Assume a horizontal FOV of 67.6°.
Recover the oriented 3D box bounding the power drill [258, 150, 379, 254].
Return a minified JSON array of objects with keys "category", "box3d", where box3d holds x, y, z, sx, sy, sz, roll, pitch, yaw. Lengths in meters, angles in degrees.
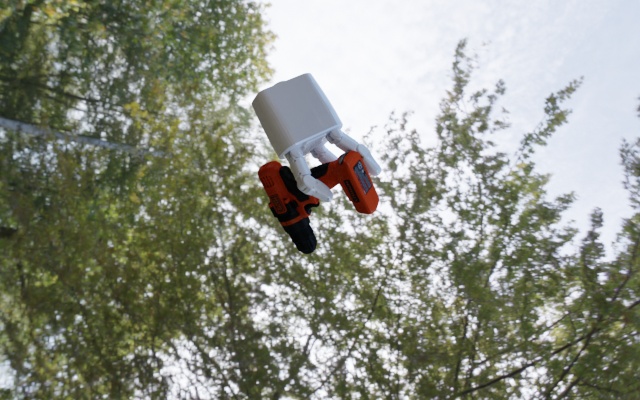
[{"category":"power drill","box3d":[0.000,0.002,0.810,0.187,0.184,0.057,-15,23,30]}]
